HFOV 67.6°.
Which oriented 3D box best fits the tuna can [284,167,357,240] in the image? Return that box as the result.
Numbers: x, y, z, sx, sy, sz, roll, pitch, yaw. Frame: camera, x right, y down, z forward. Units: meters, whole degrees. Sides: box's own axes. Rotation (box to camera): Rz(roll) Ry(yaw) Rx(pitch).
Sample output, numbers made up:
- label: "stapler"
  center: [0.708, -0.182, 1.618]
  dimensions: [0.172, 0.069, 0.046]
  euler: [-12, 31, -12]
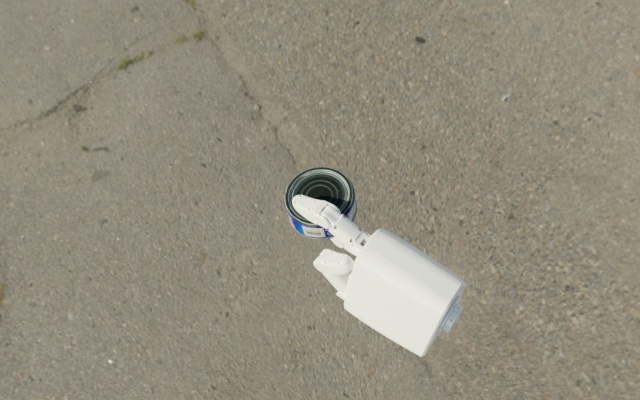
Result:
- label: "tuna can"
  center: [0.000, 0.002, 0.573]
  dimensions: [0.086, 0.086, 0.034]
  euler: [0, -32, 9]
